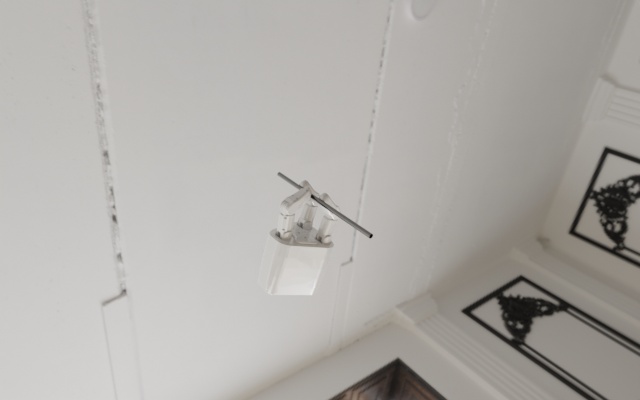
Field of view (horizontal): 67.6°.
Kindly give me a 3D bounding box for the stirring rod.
[{"bbox_3d":[0.000,0.003,0.793,0.011,0.011,0.239,0,25,-44],"label":"stirring rod"}]
